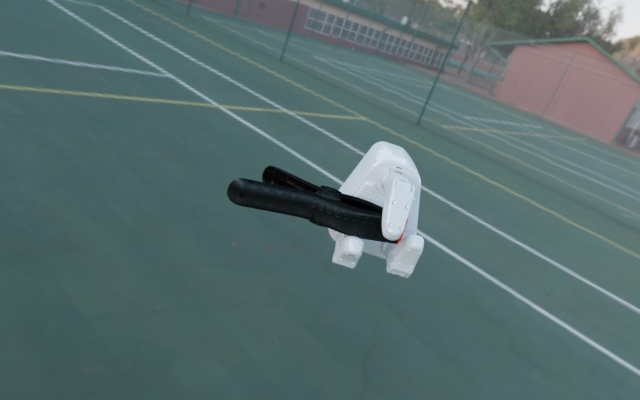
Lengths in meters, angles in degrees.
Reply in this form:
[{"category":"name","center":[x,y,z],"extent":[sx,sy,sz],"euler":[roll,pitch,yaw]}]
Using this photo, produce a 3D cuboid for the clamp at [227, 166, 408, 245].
[{"category":"clamp","center":[0.000,0.001,0.484],"extent":[0.171,0.039,0.120],"euler":[18,19,-2]}]
